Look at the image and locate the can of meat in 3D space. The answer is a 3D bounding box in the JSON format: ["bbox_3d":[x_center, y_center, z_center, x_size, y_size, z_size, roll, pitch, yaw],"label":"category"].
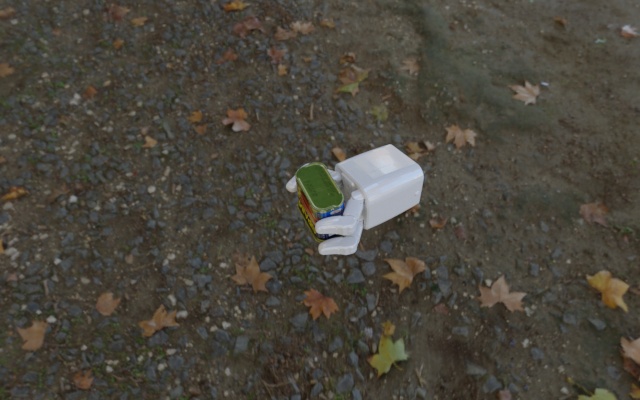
[{"bbox_3d":[0.000,0.002,0.754,0.057,0.102,0.084,-21,-36,-13],"label":"can of meat"}]
